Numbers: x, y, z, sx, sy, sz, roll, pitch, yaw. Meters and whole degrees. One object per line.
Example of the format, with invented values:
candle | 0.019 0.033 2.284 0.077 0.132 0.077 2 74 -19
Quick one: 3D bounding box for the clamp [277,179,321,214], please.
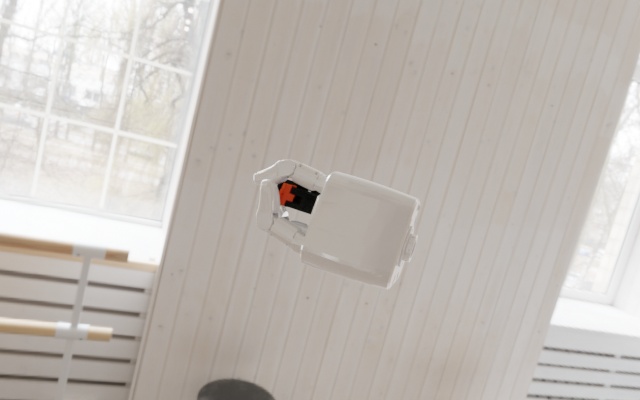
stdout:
clamp | 0.000 0.001 0.644 0.120 0.039 0.171 19 8 17
